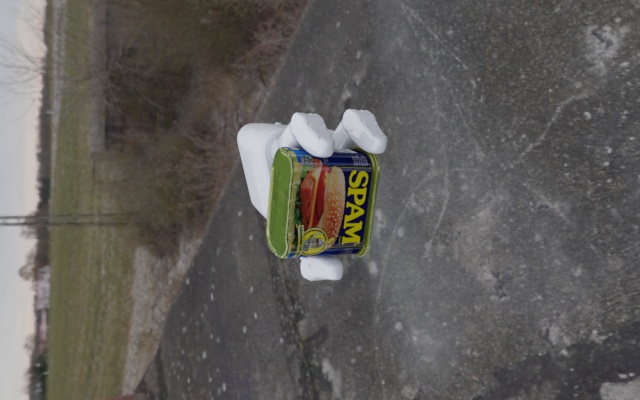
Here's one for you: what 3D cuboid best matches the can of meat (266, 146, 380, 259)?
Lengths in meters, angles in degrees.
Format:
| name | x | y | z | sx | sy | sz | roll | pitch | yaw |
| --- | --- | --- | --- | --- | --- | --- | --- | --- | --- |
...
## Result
| name | x | y | z | sx | sy | sz | roll | pitch | yaw |
| --- | --- | --- | --- | --- | --- | --- | --- | --- | --- |
| can of meat | 0.000 | 0.002 | 0.435 | 0.084 | 0.102 | 0.057 | -1 | 15 | -26 |
